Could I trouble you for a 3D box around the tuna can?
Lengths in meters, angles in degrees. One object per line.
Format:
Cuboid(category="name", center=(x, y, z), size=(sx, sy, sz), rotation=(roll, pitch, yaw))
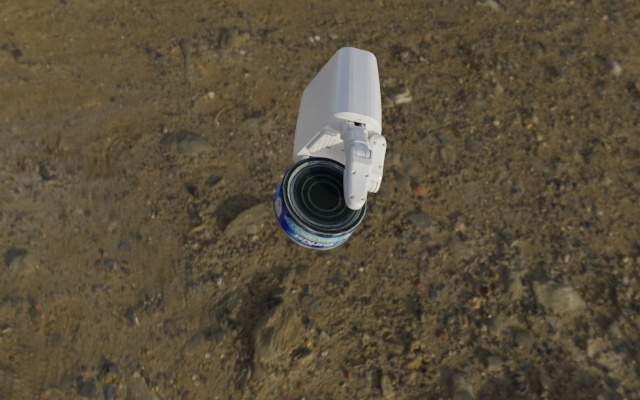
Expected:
Cuboid(category="tuna can", center=(0.000, 0.001, 0.456), size=(0.086, 0.086, 0.034), rotation=(0, -26, -20))
